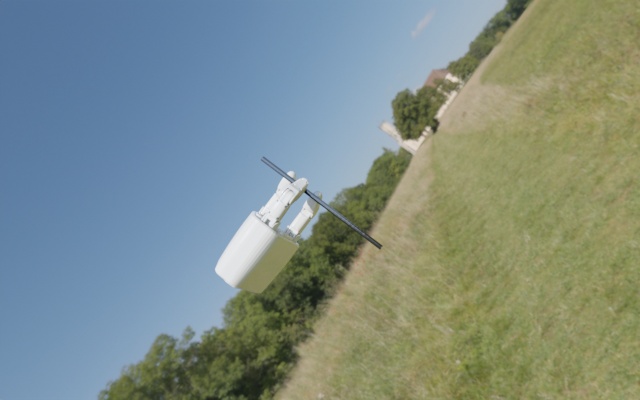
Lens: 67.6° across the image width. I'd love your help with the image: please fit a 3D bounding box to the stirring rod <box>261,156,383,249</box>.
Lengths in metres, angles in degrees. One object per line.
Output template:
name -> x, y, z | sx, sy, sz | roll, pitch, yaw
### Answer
stirring rod -> 0.000, 0.003, 0.762 | 0.239, 0.011, 0.011 | 37, 6, 9
